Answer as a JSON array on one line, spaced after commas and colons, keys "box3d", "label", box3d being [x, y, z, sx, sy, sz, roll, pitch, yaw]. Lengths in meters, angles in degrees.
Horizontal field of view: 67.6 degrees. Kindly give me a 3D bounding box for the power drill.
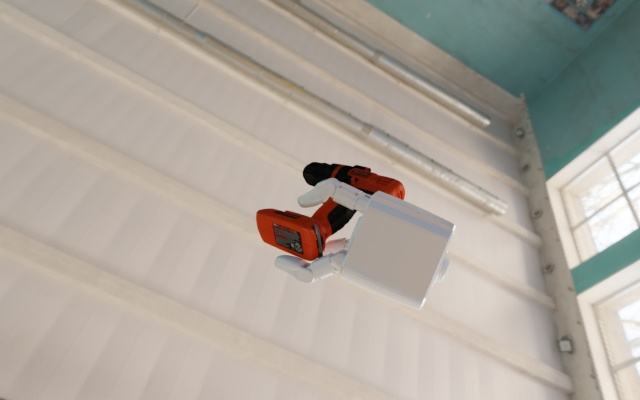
[{"box3d": [0.000, 0.003, 0.685, 0.184, 0.057, 0.187, 15, 38, 40], "label": "power drill"}]
